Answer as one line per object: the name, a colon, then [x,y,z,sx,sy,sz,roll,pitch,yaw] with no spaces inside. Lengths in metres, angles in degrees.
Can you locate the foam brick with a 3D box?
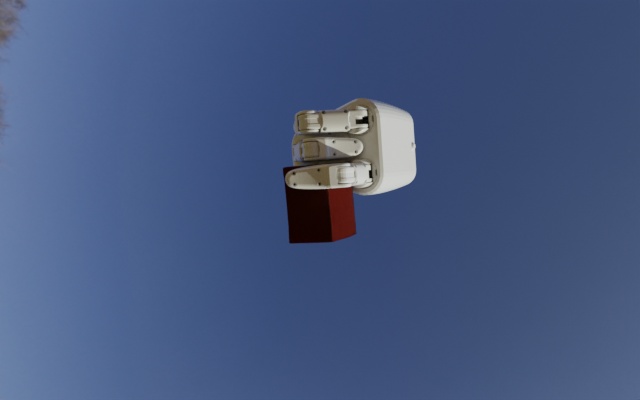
foam brick: [0.000,0.002,0.483,0.053,0.078,0.051,-2,4,32]
